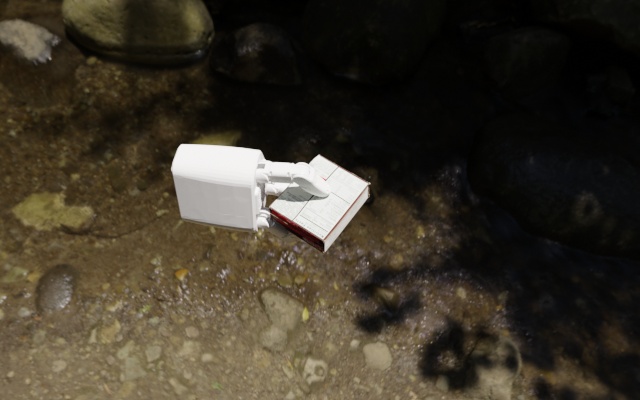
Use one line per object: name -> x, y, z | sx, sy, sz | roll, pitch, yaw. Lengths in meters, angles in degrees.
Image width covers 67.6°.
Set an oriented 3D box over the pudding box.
pudding box -> 0.000, 0.002, 0.639 | 0.090, 0.113, 0.039 | 32, -26, 18
